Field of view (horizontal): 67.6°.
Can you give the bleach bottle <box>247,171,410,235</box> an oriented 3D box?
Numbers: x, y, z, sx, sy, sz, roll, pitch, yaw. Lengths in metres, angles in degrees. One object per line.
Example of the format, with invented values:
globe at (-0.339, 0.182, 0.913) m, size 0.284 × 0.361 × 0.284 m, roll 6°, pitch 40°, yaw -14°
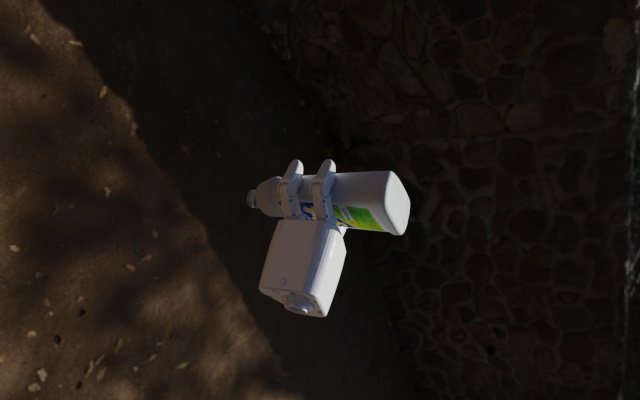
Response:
bleach bottle at (0.000, 0.002, 0.727) m, size 0.251 × 0.068 × 0.103 m, roll 0°, pitch -32°, yaw 30°
